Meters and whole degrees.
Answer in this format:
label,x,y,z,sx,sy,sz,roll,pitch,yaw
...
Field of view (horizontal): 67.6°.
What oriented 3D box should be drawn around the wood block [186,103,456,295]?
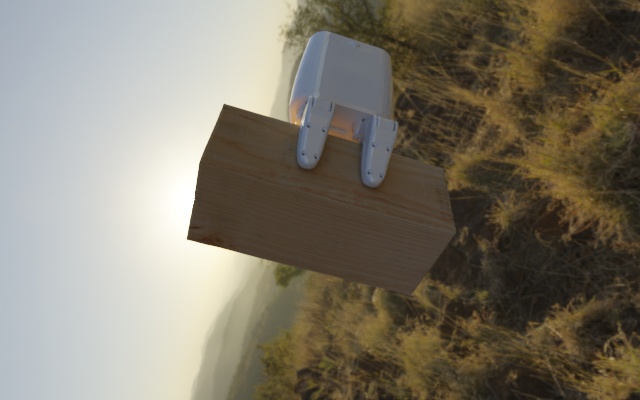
label,x,y,z,sx,sy,sz,roll,pitch,yaw
wood block,0.000,0.001,0.423,0.206,0.091,0.090,15,41,-9
